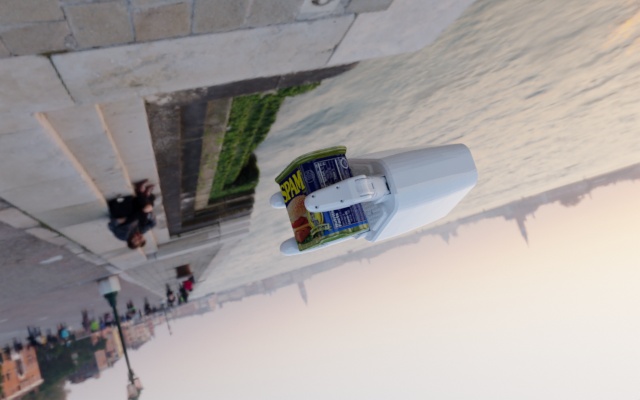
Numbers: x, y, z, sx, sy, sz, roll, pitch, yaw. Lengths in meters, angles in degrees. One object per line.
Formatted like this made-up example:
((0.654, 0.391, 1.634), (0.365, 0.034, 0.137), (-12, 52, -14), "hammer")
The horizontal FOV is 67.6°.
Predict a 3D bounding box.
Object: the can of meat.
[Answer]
((0.000, 0.002, 0.488), (0.057, 0.084, 0.102), (-15, -7, -24), "can of meat")
